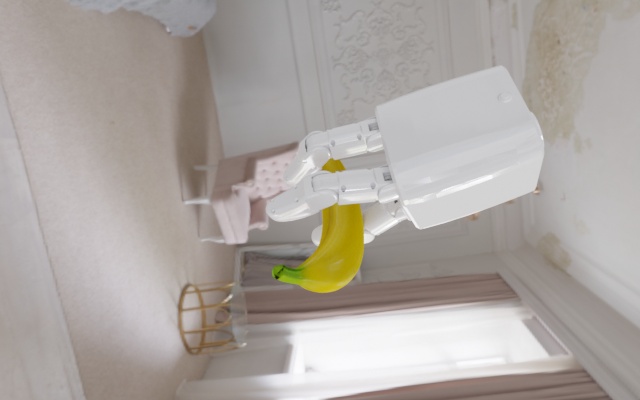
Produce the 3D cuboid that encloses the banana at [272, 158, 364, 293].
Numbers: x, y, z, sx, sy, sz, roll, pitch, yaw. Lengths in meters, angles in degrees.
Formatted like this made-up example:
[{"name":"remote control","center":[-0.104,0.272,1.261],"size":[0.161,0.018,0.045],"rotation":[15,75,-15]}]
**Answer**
[{"name":"banana","center":[0.011,0.017,0.417],"size":[0.037,0.070,0.197],"rotation":[-30,23,24]}]
